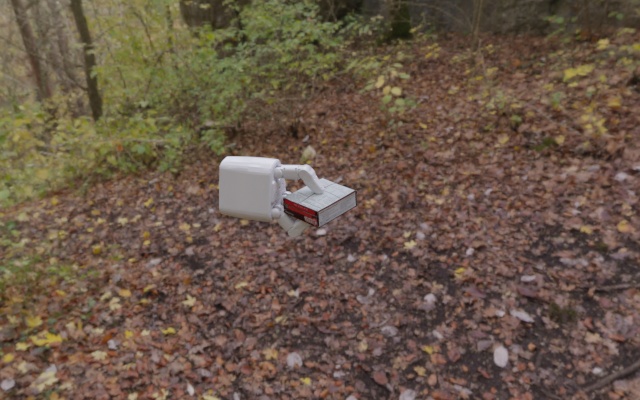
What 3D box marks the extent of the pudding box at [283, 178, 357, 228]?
[{"bbox_3d":[0.000,0.003,0.891,0.090,0.039,0.113,23,38,37],"label":"pudding box"}]
